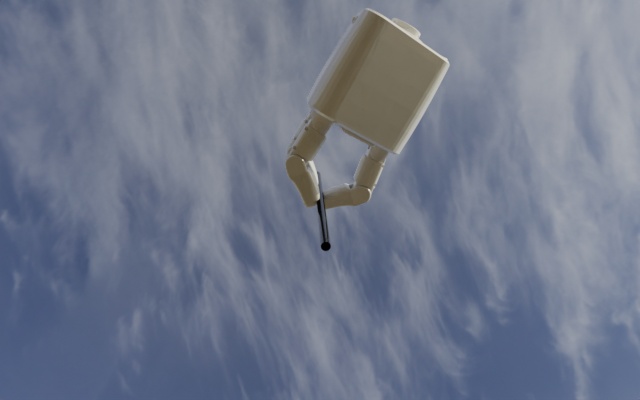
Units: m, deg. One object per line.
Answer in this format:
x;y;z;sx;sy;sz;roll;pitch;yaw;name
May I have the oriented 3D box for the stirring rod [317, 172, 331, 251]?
0.000;0.002;0.489;0.011;0.011;0.239;0;17;-2;stirring rod
